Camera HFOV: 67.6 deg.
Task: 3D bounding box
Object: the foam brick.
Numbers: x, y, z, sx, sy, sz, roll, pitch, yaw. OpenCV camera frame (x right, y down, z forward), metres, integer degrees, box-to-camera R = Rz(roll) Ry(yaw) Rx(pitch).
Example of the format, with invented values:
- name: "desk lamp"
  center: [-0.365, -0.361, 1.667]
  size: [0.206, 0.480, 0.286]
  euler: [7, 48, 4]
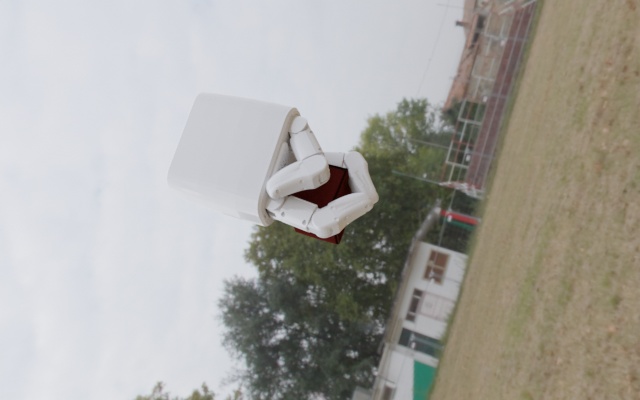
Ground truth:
- name: "foam brick"
  center: [0.000, 0.002, 0.497]
  size: [0.051, 0.053, 0.078]
  euler: [14, -27, 15]
